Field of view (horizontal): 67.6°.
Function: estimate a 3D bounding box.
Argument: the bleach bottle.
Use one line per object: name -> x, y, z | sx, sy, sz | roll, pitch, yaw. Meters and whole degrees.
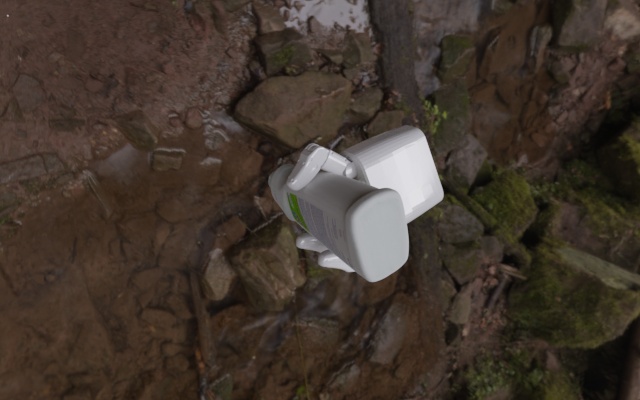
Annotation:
bleach bottle -> 0.000, 0.002, 0.584 | 0.068, 0.103, 0.250 | -27, 31, -22
